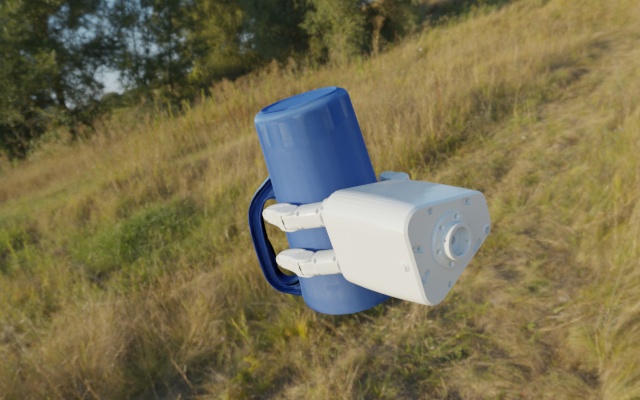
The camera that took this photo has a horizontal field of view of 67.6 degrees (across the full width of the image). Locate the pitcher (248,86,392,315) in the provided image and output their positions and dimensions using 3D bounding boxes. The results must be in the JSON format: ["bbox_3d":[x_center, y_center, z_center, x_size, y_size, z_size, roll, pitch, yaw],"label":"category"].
[{"bbox_3d":[0.000,0.002,0.559,0.149,0.243,0.145,-29,22,-30],"label":"pitcher"}]
